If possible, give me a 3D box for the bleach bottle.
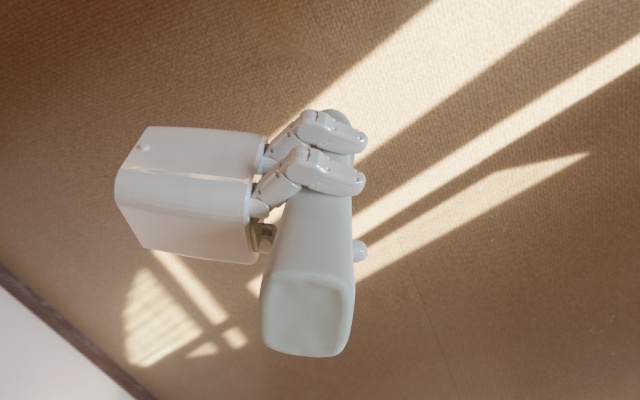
[{"bbox_3d":[0.000,0.001,0.426,0.068,0.103,0.250,7,41,1],"label":"bleach bottle"}]
